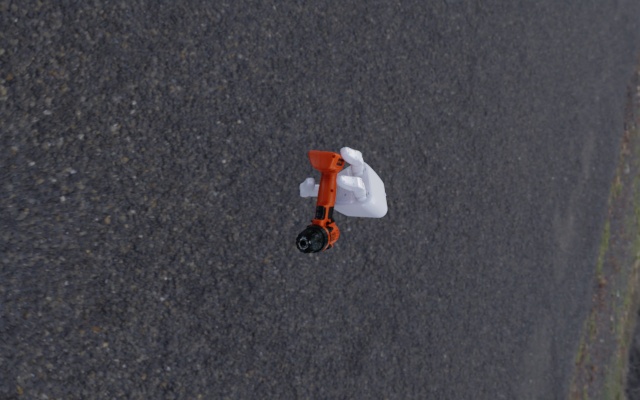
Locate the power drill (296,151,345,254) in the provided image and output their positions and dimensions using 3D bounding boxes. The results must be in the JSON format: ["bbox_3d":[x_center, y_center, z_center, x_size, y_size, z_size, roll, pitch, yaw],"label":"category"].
[{"bbox_3d":[0.000,0.002,0.898,0.057,0.187,0.184,8,4,13],"label":"power drill"}]
